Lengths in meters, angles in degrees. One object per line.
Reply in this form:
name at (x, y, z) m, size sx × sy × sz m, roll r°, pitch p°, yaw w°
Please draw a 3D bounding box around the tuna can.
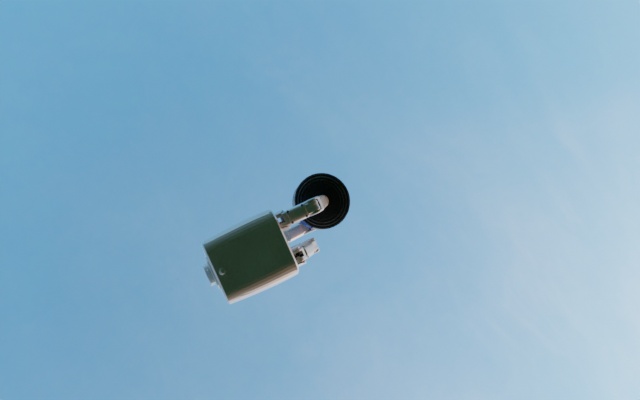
tuna can at (0.000, 0.002, 0.736) m, size 0.086 × 0.086 × 0.034 m, roll 0°, pitch -7°, yaw -12°
